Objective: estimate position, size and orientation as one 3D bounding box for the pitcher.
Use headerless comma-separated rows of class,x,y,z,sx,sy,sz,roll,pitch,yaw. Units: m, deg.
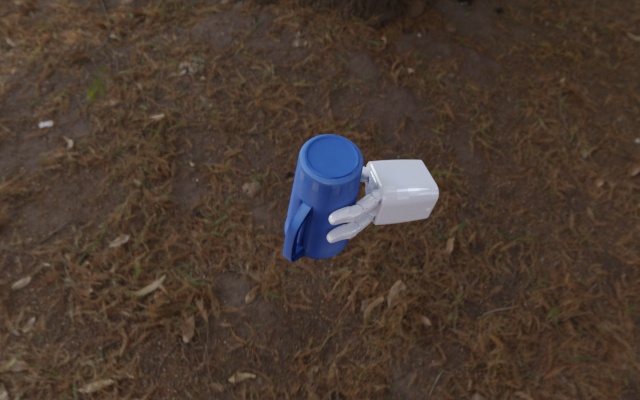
pitcher,0.000,0.003,0.871,0.145,0.149,0.243,-3,-34,-9
